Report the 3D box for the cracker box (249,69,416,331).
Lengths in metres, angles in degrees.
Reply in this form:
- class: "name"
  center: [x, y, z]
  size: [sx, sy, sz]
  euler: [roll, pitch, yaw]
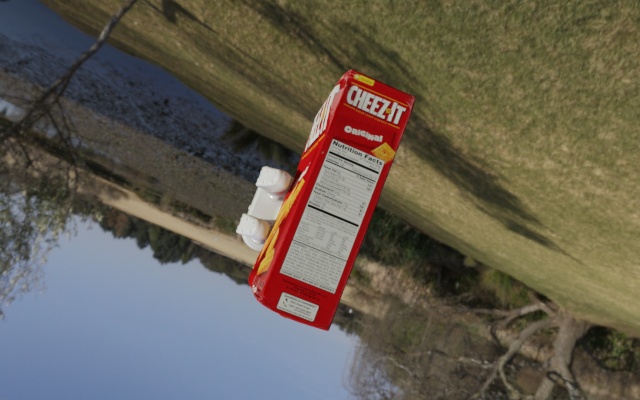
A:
- class: "cracker box"
  center: [0.000, 0.002, 0.468]
  size: [0.072, 0.213, 0.164]
  euler: [22, -7, -8]
